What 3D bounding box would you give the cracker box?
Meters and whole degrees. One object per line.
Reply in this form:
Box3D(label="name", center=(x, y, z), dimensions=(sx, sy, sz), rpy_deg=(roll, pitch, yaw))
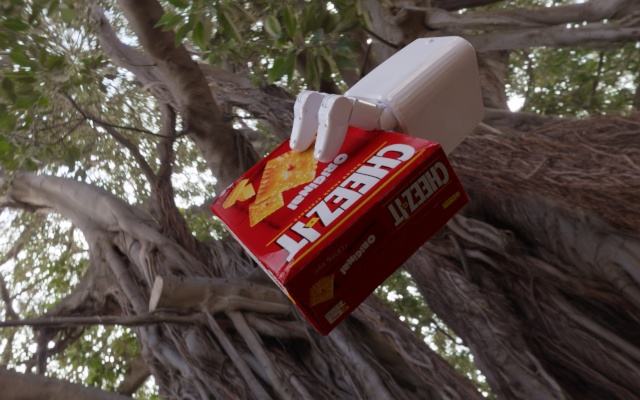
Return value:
Box3D(label="cracker box", center=(0.000, 0.002, 0.450), dimensions=(0.164, 0.072, 0.213), rpy_deg=(-41, 29, -11))
